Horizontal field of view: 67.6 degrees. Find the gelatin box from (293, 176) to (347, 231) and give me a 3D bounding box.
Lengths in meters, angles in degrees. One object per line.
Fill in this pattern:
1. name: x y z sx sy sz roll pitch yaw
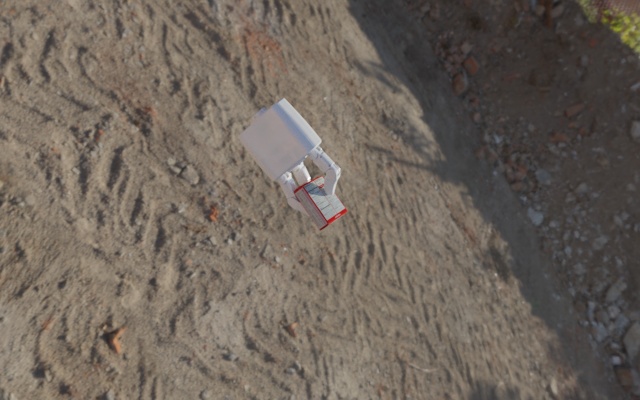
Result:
1. gelatin box: 0.001 0.003 0.895 0.030 0.089 0.073 -38 -4 36
